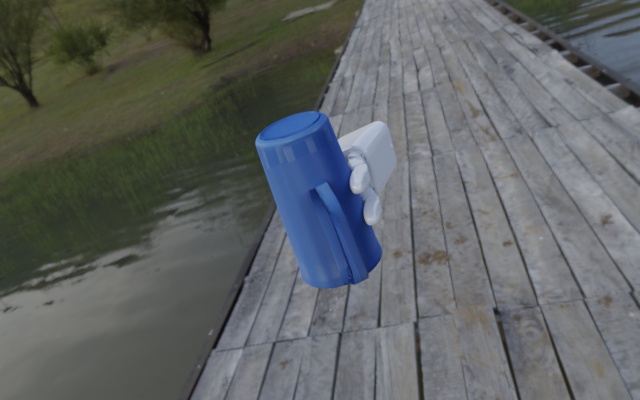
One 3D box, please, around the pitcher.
[{"bbox_3d":[0.000,0.002,0.696,0.149,0.243,0.145,-4,30,32],"label":"pitcher"}]
